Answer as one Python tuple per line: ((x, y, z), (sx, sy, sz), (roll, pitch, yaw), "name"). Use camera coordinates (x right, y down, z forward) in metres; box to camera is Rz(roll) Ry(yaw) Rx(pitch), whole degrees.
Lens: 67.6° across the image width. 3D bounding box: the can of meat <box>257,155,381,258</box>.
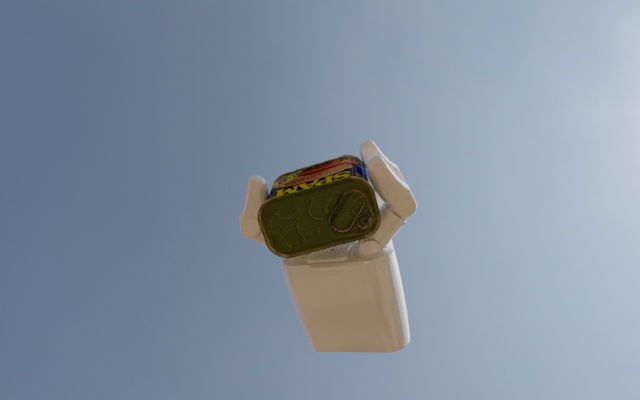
((0.000, 0.001, 0.441), (0.102, 0.057, 0.084), (-16, 19, 7), "can of meat")
